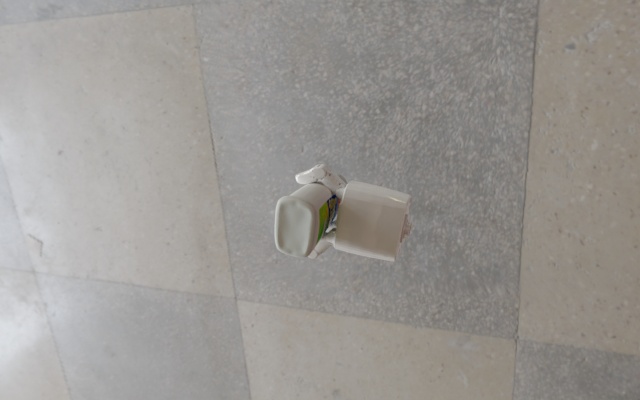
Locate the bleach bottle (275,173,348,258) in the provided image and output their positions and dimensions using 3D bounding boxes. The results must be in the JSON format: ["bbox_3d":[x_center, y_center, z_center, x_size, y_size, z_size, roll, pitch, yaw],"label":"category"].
[{"bbox_3d":[0.000,0.003,0.837,0.068,0.103,0.250,13,24,16],"label":"bleach bottle"}]
